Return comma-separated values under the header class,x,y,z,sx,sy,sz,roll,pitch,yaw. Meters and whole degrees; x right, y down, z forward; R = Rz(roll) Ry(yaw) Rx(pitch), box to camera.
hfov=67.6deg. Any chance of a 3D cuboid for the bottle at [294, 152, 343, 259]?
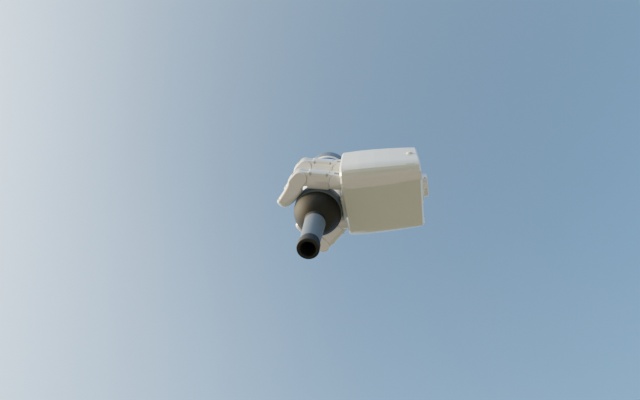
class,x,y,z,sx,sy,sz,roll,pitch,yaw
bottle,0.000,0.002,0.685,0.069,0.069,0.295,0,21,6
